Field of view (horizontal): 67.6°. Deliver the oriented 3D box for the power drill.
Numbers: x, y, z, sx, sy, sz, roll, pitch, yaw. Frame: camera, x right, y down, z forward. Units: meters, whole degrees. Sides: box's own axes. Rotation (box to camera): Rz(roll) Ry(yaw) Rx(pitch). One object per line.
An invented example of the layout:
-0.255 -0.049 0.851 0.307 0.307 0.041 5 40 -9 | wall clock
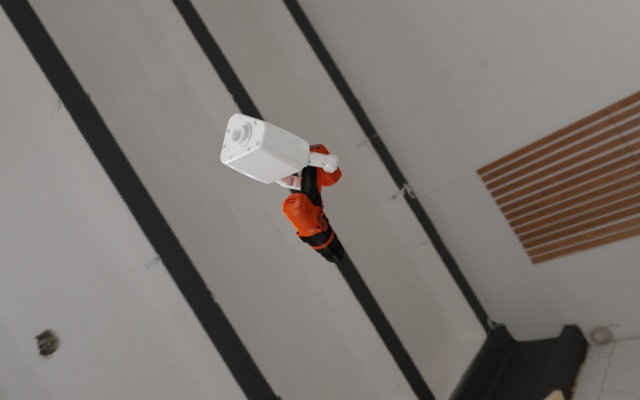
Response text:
0.000 0.002 0.890 0.057 0.187 0.184 -14 -43 22 | power drill
